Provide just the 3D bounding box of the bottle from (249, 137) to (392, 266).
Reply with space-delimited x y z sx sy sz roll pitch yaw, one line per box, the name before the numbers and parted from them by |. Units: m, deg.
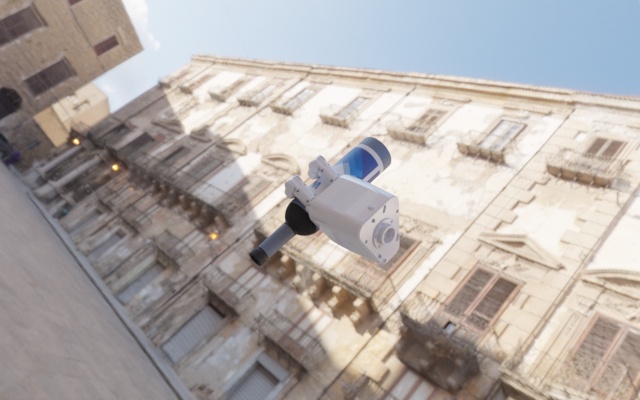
bottle | 0.000 0.002 0.794 0.295 0.069 0.069 -41 19 -23
